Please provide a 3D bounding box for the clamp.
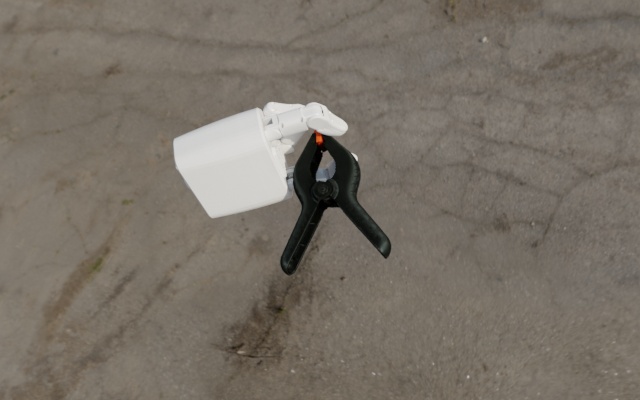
[{"bbox_3d":[0.000,0.001,0.534,0.120,0.171,0.039,-17,-29,4],"label":"clamp"}]
